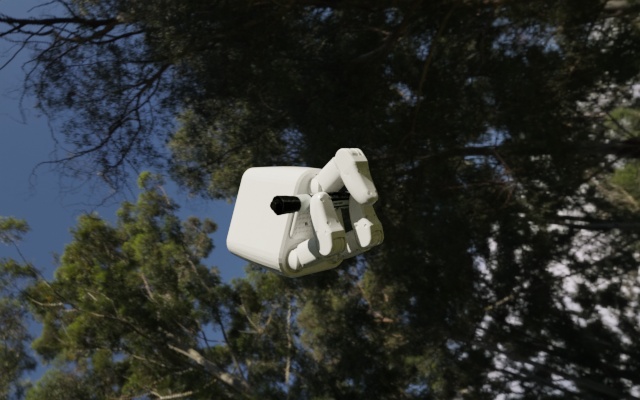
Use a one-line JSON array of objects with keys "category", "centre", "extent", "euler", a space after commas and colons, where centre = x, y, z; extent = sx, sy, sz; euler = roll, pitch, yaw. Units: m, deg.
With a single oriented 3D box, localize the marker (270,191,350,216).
[{"category": "marker", "centre": [0.000, 0.002, 0.476], "extent": [0.121, 0.020, 0.020], "euler": [-5, 3, -43]}]
